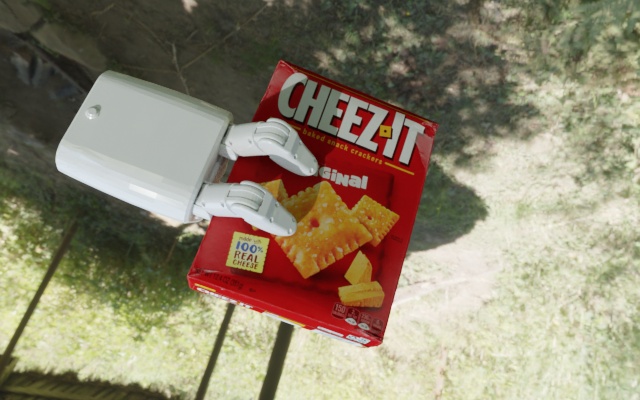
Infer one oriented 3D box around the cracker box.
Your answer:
[{"bbox_3d":[0.000,0.002,0.427,0.164,0.213,0.072,21,-21,-6],"label":"cracker box"}]
